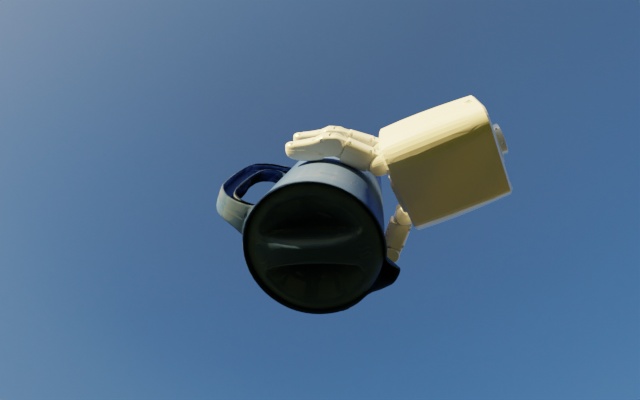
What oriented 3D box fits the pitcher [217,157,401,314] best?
[{"bbox_3d":[0.000,0.002,0.535,0.145,0.149,0.242,-22,16,16],"label":"pitcher"}]
